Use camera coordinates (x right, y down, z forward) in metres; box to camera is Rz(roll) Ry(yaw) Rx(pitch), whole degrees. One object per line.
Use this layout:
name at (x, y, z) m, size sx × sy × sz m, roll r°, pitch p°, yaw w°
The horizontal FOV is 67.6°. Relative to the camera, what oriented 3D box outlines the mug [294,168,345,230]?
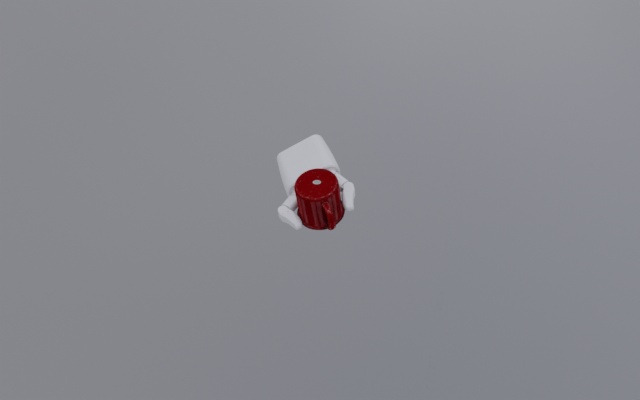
mug at (0.000, 0.004, 0.881) m, size 0.093 × 0.117 × 0.082 m, roll -18°, pitch -41°, yaw -7°
